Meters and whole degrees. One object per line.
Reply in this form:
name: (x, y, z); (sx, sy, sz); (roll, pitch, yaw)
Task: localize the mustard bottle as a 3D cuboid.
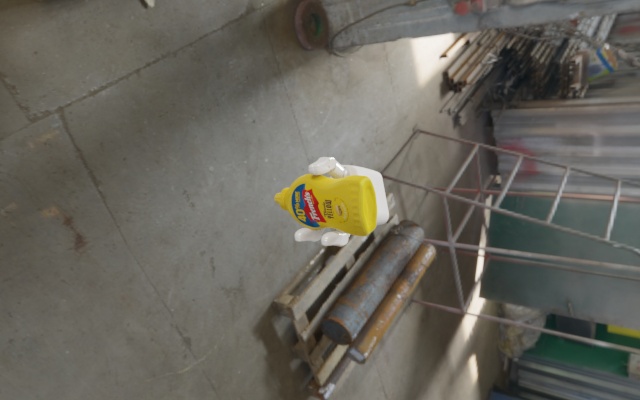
mustard bottle: (0.000, 0.003, 0.811); (0.191, 0.096, 0.058); (5, 25, 35)
